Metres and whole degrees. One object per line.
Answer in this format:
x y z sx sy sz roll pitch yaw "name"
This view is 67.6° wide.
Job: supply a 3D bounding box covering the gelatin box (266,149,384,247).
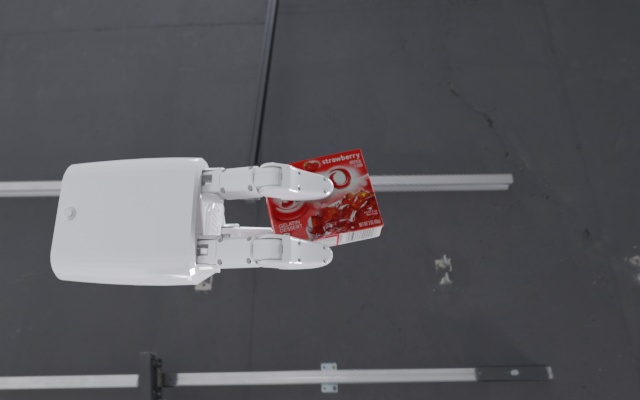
0.000 0.001 0.401 0.089 0.073 0.030 -12 -23 -7 "gelatin box"
